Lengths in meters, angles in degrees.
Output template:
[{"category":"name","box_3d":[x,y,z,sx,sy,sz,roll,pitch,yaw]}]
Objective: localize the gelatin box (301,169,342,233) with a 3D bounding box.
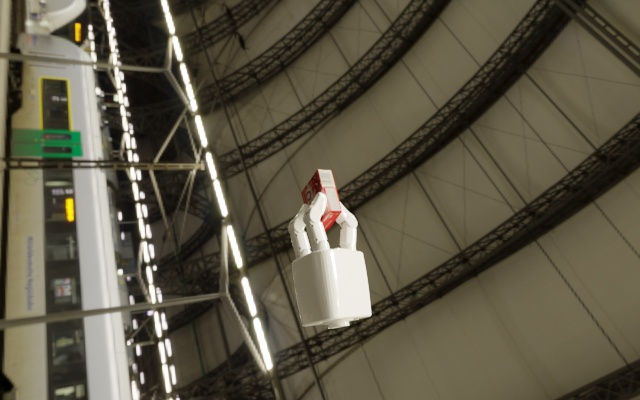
[{"category":"gelatin box","box_3d":[0.000,0.002,0.819,0.030,0.089,0.073,3,-34,-27]}]
